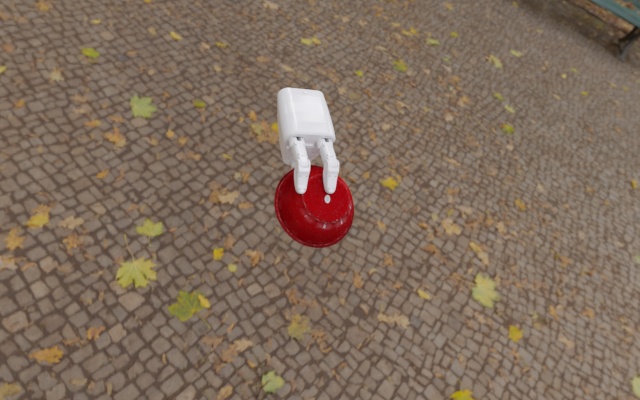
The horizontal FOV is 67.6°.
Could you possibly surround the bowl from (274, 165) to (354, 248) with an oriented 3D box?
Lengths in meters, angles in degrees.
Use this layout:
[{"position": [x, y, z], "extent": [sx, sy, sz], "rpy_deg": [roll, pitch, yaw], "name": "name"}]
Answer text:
[{"position": [0.001, 0.004, 0.870], "extent": [0.162, 0.162, 0.055], "rpy_deg": [0, -15, -24], "name": "bowl"}]
